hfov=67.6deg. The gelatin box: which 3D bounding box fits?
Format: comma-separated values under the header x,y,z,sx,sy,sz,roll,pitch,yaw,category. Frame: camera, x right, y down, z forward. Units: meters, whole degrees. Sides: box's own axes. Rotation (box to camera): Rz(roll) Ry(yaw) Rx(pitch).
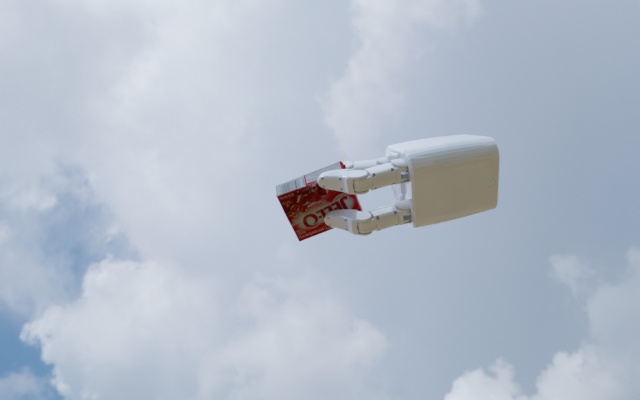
x,y,z,sx,sy,sz,roll,pitch,yaw,category
0.000,0.002,0.583,0.089,0.073,0.030,-20,32,6,gelatin box
